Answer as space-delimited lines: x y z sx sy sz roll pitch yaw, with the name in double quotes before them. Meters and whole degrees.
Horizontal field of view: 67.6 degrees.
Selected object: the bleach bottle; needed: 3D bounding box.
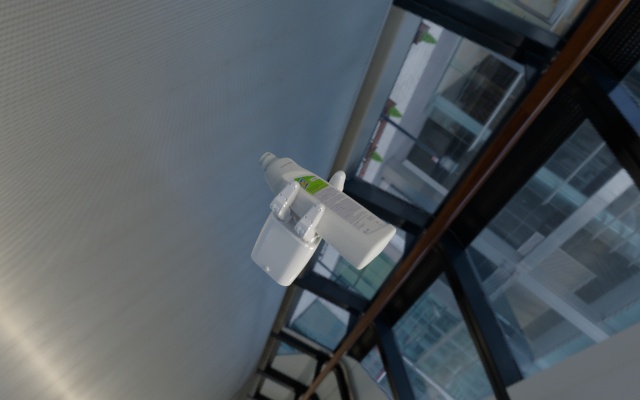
"bleach bottle" 0.000 0.003 0.799 0.251 0.068 0.102 40 31 15
